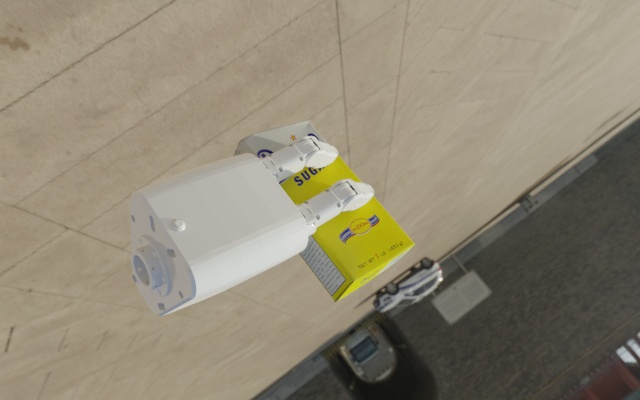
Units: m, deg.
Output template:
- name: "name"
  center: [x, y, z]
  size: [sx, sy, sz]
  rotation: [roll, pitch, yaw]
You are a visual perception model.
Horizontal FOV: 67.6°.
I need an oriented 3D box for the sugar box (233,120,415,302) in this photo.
- name: "sugar box"
  center: [0.000, 0.001, 0.466]
  size: [0.093, 0.176, 0.048]
  rotation: [-24, -22, -40]
